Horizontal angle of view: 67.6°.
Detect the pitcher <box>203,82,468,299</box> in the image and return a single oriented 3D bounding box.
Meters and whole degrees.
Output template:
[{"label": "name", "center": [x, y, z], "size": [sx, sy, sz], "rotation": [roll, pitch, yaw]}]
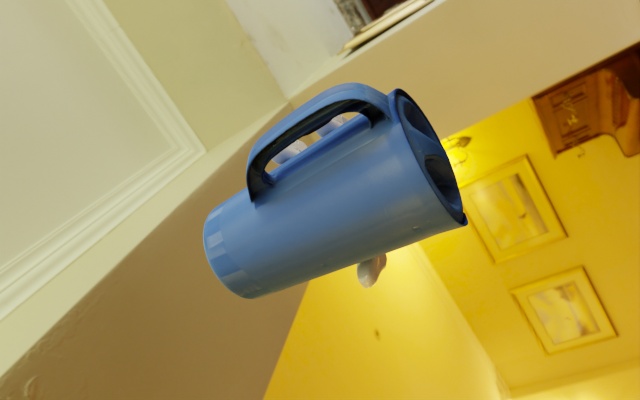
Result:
[{"label": "pitcher", "center": [0.000, 0.002, 0.457], "size": [0.243, 0.149, 0.145], "rotation": [-27, -3, 24]}]
